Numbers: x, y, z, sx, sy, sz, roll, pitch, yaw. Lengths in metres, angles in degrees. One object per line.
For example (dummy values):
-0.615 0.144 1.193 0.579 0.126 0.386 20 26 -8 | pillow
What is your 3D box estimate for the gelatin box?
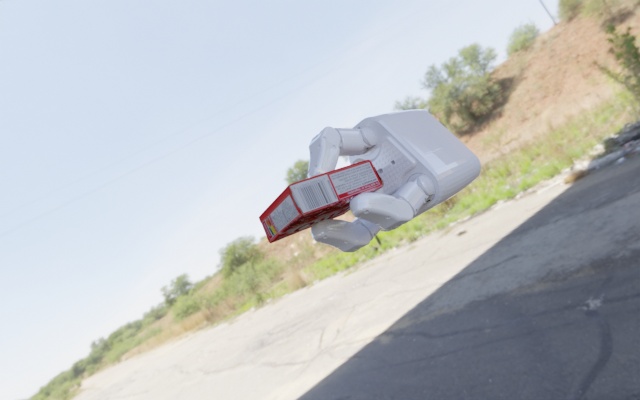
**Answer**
0.000 0.001 0.416 0.089 0.030 0.073 -19 -12 -33 | gelatin box
